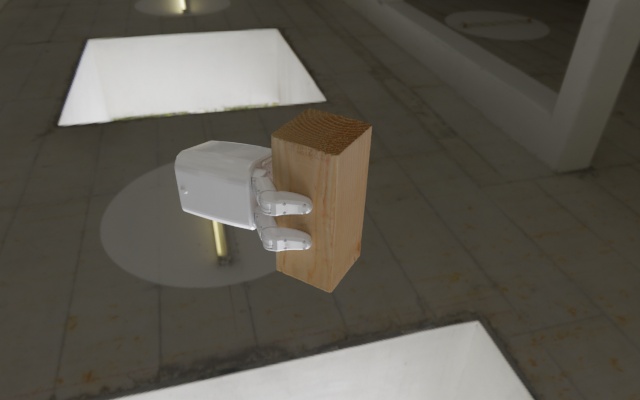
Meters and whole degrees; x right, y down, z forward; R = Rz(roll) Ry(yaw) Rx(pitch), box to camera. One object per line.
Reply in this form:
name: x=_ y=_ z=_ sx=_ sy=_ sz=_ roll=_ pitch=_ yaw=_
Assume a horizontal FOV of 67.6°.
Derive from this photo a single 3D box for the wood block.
wood block: x=0.000 y=0.002 z=0.609 sx=0.090 sy=0.206 sz=0.090 roll=19 pitch=39 yaw=23
